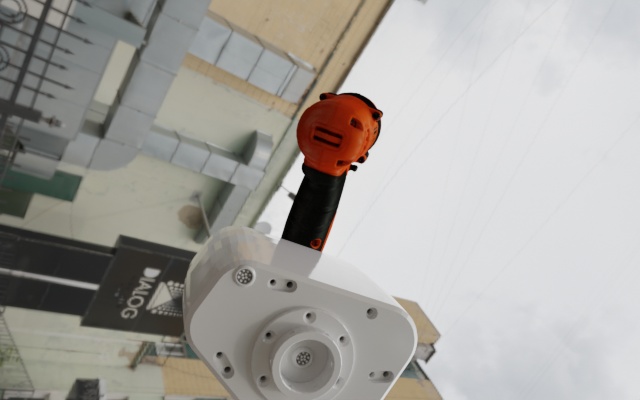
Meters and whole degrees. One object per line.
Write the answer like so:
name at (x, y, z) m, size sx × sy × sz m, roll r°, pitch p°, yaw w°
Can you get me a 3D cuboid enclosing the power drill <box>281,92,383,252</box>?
power drill at (0.000, 0.002, 0.400) m, size 0.057 × 0.188 × 0.184 m, roll 19°, pitch 16°, yaw 8°
